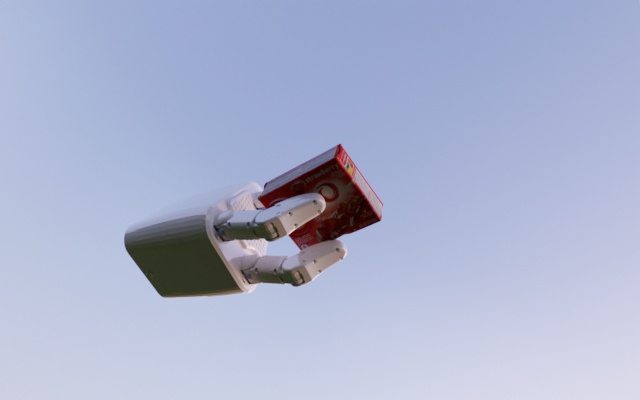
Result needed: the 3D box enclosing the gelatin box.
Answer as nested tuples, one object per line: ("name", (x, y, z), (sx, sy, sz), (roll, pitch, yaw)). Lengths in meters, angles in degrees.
("gelatin box", (0.000, 0.001, 0.430), (0.089, 0.073, 0.030), (-26, 25, 26))
